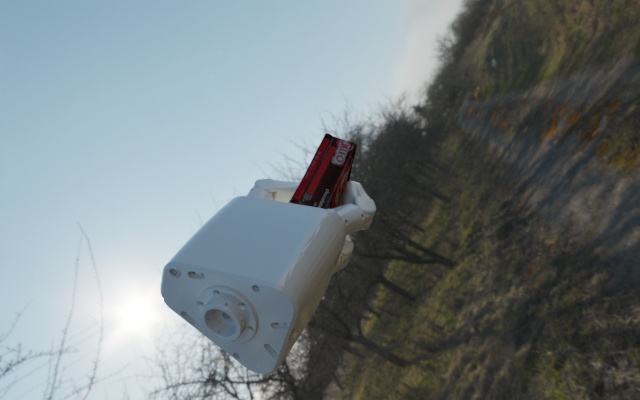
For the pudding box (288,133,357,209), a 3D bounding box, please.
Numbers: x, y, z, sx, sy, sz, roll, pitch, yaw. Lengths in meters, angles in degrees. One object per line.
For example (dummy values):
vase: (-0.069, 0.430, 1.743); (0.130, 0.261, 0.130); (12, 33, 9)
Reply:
pudding box: (0.000, 0.002, 0.485); (0.039, 0.090, 0.114); (23, -30, 7)
